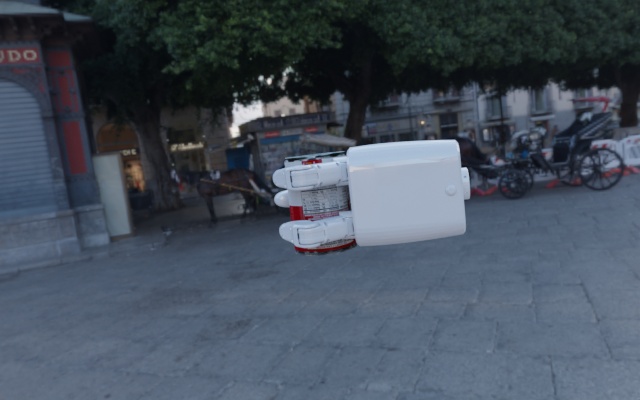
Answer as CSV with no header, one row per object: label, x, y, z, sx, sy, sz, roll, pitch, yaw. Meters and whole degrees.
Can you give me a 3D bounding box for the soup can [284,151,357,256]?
soup can,0.000,0.001,0.510,0.068,0.102,0.068,-7,7,1
